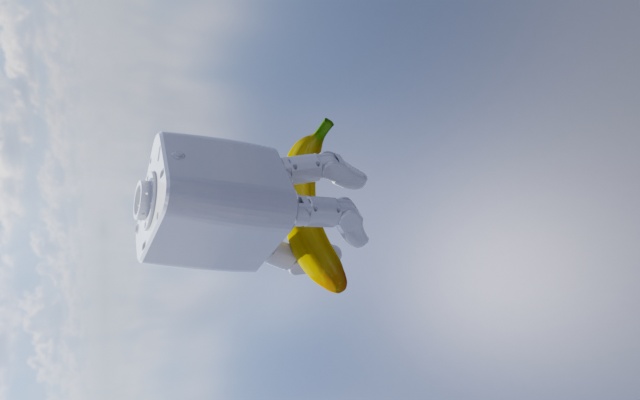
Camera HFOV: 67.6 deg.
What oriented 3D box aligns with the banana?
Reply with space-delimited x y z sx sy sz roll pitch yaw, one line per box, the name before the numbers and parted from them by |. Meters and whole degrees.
banana | -0.012 0.007 0.488 0.037 0.197 0.070 17 -36 -35
